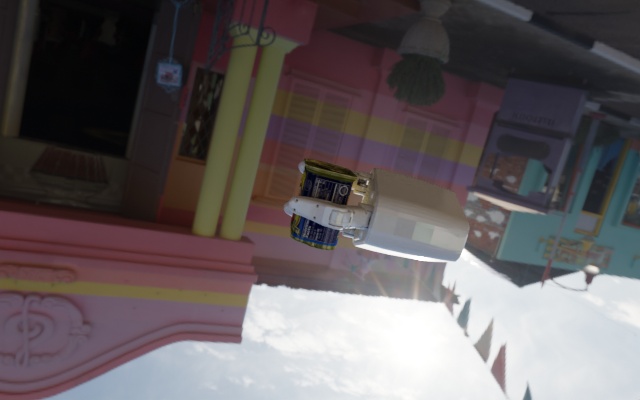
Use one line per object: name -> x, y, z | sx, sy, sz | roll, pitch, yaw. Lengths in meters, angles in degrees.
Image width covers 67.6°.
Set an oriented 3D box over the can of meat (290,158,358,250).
can of meat -> 0.000, 0.002, 0.543 | 0.057, 0.084, 0.102 | 13, 9, -5
